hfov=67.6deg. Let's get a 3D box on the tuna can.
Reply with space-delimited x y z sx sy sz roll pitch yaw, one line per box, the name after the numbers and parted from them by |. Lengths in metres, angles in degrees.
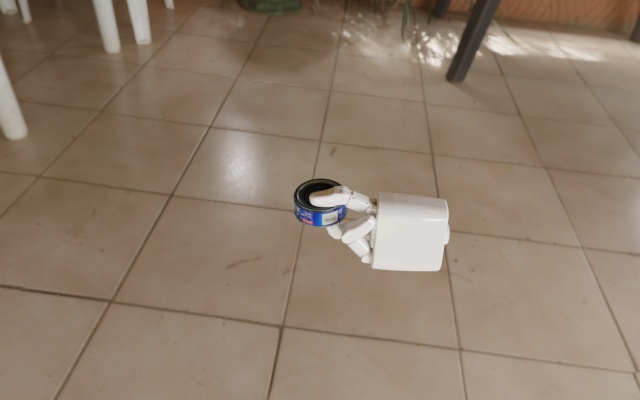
0.000 0.002 0.754 0.086 0.034 0.086 -1 39 1 | tuna can
